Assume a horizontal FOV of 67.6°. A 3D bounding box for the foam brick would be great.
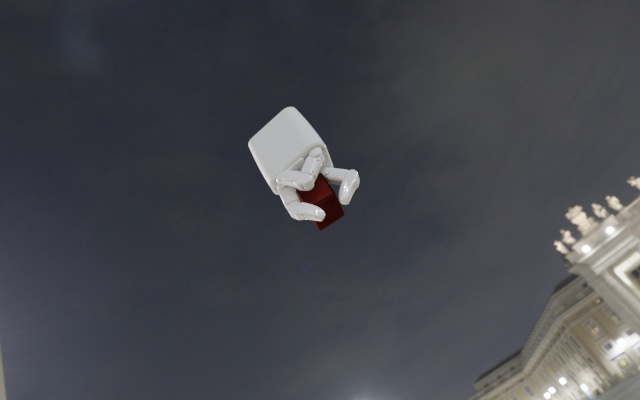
[{"bbox_3d":[0.000,0.003,0.801,0.053,0.051,0.078,-31,-34,-4],"label":"foam brick"}]
